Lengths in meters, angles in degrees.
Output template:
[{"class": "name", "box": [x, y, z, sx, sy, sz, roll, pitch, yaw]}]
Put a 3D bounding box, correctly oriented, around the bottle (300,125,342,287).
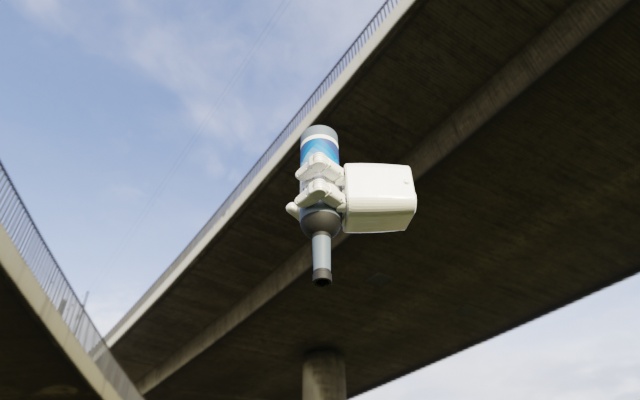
[{"class": "bottle", "box": [0.000, 0.002, 0.765, 0.069, 0.295, 0.069, -1, -39, -1]}]
